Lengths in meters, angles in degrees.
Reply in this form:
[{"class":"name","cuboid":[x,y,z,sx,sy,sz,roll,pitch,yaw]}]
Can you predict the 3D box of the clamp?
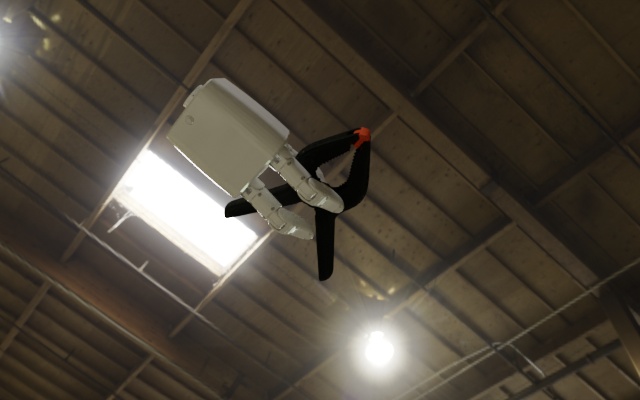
[{"class":"clamp","cuboid":[0.000,0.001,0.586,0.210,0.164,0.036,-44,14,27]}]
